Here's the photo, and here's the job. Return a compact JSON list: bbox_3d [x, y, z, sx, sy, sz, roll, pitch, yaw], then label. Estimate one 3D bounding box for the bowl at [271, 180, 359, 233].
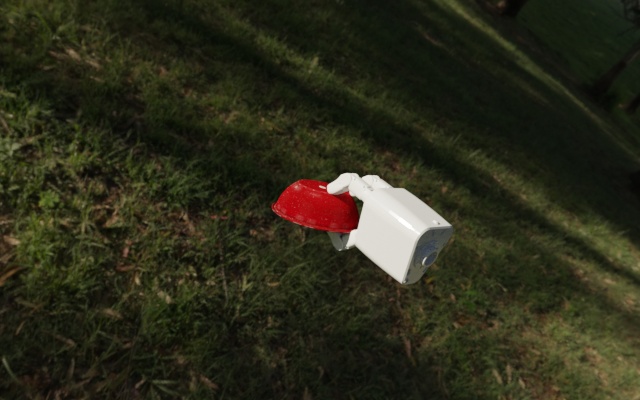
[{"bbox_3d":[-0.001,0.002,0.822,0.162,0.055,0.162,12,12,-3],"label":"bowl"}]
